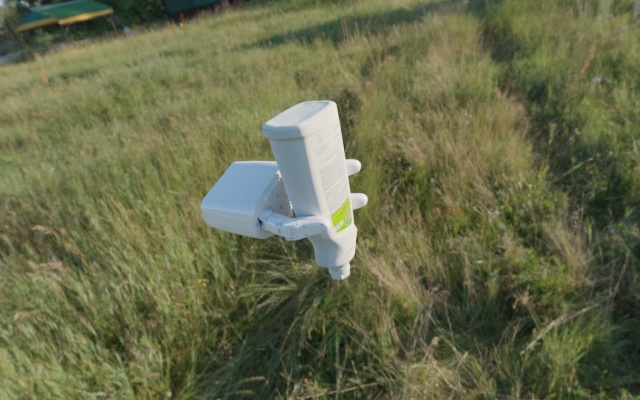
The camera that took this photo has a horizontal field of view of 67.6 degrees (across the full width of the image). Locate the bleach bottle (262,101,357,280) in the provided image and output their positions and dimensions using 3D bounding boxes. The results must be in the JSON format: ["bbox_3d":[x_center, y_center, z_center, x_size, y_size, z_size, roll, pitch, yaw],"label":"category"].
[{"bbox_3d":[0.000,0.002,0.637,0.068,0.251,0.102,7,33,34],"label":"bleach bottle"}]
